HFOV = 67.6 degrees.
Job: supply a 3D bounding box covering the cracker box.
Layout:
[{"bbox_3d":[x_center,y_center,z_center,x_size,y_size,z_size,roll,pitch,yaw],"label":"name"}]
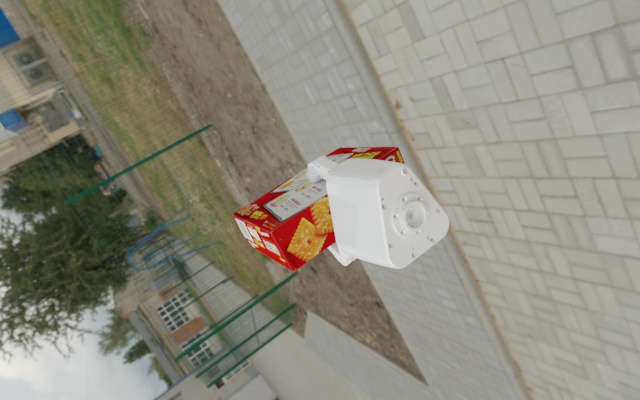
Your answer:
[{"bbox_3d":[0.000,0.002,0.687,0.213,0.072,0.164,-33,19,-20],"label":"cracker box"}]
